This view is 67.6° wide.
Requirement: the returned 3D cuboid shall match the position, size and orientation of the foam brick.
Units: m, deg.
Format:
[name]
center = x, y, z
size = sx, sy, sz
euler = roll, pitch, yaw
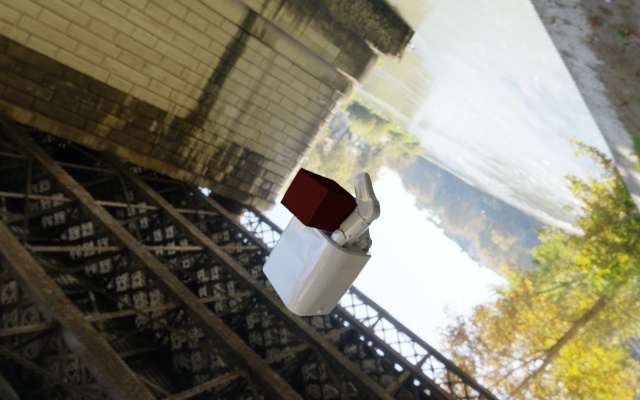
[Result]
[foam brick]
center = 0.000, 0.002, 0.580
size = 0.053, 0.051, 0.078
euler = 41, 13, 32
